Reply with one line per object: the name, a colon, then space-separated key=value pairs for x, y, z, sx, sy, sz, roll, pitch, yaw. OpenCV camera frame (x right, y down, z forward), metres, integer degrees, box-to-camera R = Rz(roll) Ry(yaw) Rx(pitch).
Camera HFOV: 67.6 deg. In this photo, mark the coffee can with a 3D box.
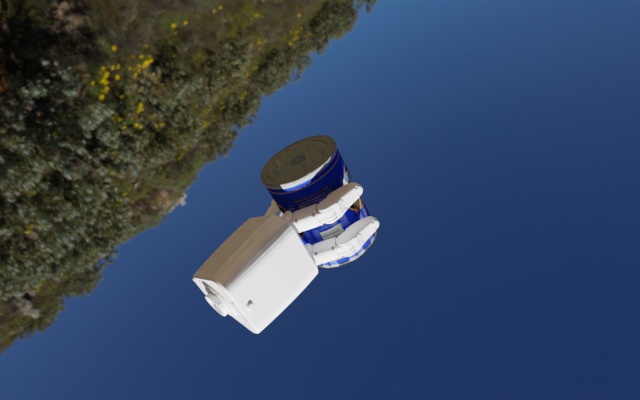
coffee can: x=0.000 y=0.002 z=0.619 sx=0.103 sy=0.140 sz=0.102 roll=-21 pitch=31 yaw=13
